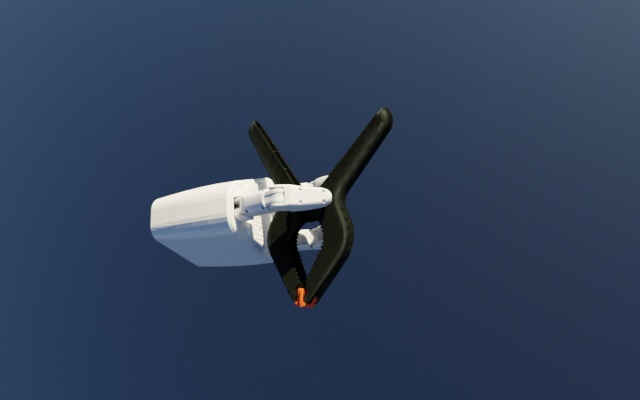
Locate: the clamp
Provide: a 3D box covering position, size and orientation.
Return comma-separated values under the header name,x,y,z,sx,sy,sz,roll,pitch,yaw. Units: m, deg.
name,x,y,z,sx,sy,sz,roll,pitch,yaw
clamp,0.000,0.002,0.490,0.164,0.210,0.036,-9,-15,23
